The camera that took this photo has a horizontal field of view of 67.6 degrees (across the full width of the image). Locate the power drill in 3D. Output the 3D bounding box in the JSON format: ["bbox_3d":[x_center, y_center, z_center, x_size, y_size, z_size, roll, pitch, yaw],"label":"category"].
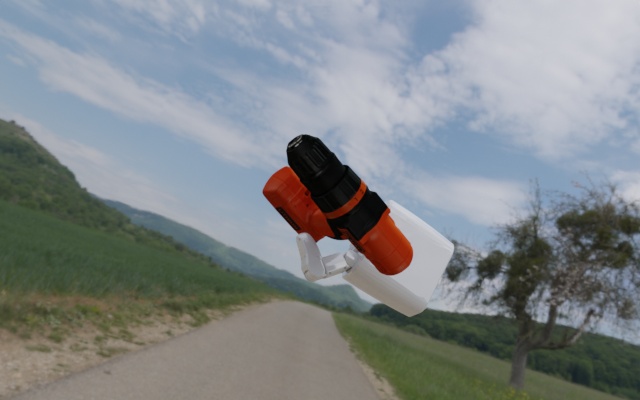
[{"bbox_3d":[0.000,0.002,0.544,0.057,0.184,0.187,-46,22,-14],"label":"power drill"}]
